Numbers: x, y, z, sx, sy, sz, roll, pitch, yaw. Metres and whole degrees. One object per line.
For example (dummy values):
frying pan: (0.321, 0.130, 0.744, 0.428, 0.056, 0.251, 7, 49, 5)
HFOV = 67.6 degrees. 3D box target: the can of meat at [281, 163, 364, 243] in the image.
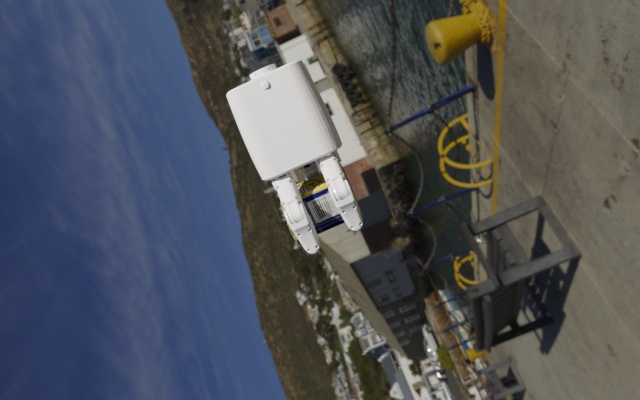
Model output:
can of meat: (0.000, 0.002, 0.582, 0.084, 0.057, 0.102, -23, 14, 4)
